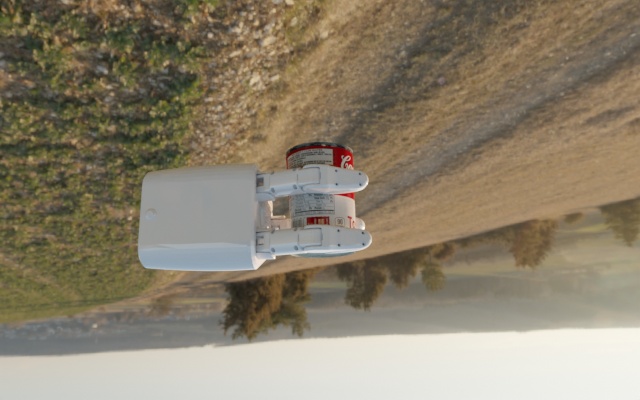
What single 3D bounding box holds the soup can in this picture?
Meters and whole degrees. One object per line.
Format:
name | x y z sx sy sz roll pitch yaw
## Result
soup can | 0.001 0.002 0.470 0.068 0.102 0.068 -1 -15 0
